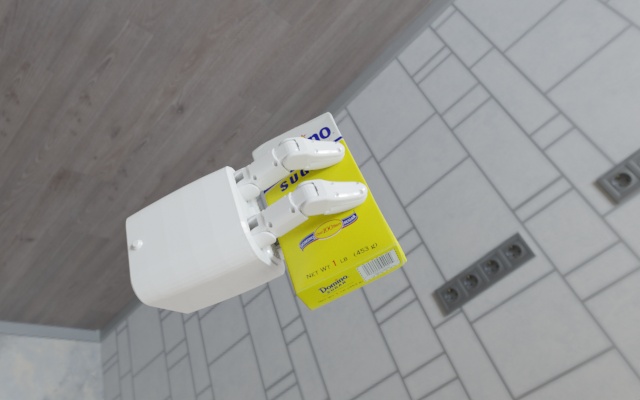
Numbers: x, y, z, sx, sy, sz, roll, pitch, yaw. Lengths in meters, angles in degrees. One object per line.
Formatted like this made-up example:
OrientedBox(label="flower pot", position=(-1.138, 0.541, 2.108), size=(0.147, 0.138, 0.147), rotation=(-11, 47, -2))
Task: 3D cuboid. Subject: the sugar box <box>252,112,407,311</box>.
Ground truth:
OrientedBox(label="sugar box", position=(0.000, 0.001, 0.442), size=(0.093, 0.176, 0.048), rotation=(-26, -37, 3))
